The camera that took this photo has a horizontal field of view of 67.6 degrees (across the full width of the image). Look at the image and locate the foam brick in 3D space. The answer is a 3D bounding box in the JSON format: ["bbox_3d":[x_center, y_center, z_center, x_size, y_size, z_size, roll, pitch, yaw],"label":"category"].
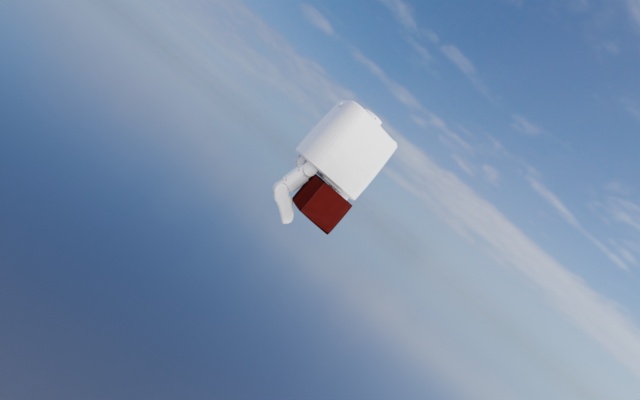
[{"bbox_3d":[0.000,0.002,0.651,0.053,0.051,0.078,41,2,-18],"label":"foam brick"}]
